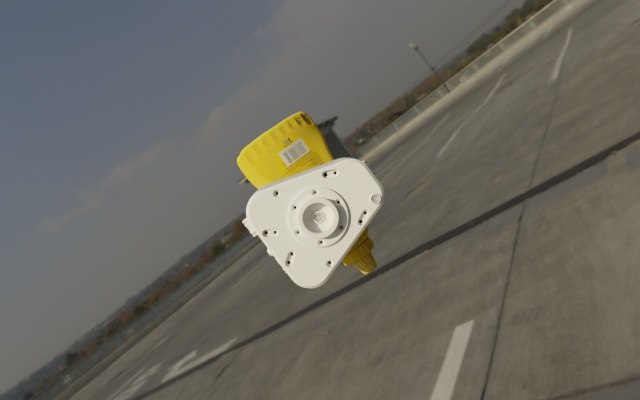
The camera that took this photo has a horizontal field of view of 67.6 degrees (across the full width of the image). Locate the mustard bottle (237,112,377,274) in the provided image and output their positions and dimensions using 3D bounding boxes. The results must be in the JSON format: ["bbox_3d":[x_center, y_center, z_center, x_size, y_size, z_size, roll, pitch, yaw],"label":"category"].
[{"bbox_3d":[0.000,0.002,0.535,0.096,0.191,0.058,-38,2,-24],"label":"mustard bottle"}]
